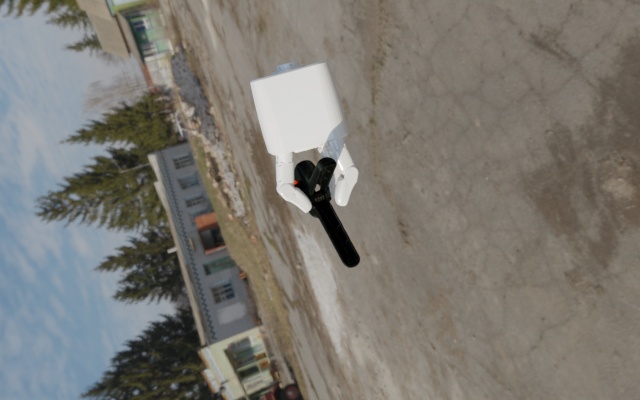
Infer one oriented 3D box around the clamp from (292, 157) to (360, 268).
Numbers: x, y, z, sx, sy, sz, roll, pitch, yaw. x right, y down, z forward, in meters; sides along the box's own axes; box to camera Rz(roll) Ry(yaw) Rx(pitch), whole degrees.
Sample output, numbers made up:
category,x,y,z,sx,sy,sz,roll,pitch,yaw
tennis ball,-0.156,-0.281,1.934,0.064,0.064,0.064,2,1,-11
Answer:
category,x,y,z,sx,sy,sz,roll,pitch,yaw
clamp,-0.001,0.002,0.720,0.036,0.164,0.210,-20,17,-13
